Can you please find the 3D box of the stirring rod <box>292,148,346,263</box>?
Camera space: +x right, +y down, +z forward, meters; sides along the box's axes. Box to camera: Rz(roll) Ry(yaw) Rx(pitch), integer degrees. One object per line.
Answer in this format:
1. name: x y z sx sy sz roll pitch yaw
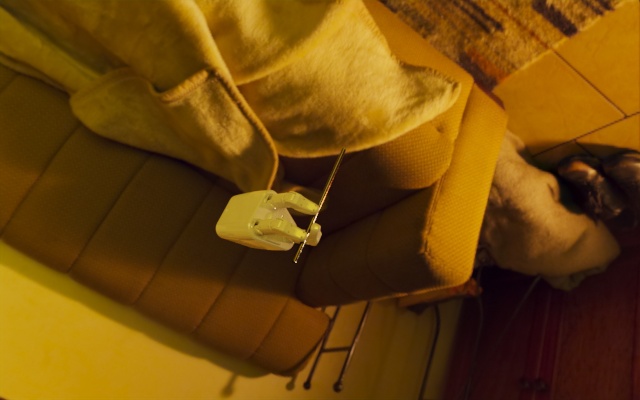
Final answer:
1. stirring rod: 0.000 0.003 0.834 0.011 0.239 0.011 19 -28 10
